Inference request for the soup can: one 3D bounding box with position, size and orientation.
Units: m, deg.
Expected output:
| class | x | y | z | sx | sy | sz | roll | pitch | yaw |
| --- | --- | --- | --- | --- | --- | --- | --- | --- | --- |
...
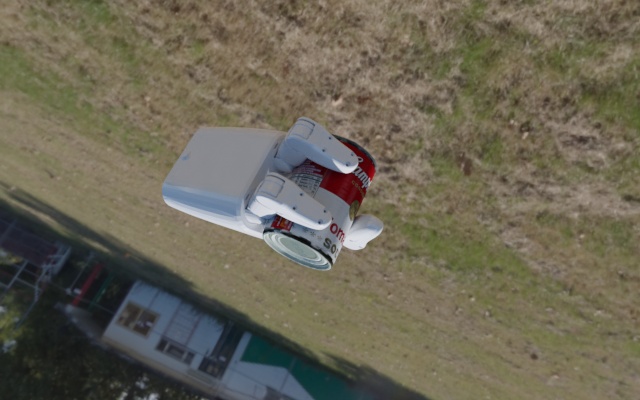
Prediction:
| class | x | y | z | sx | sy | sz | roll | pitch | yaw |
| --- | --- | --- | --- | --- | --- | --- | --- | --- | --- |
| soup can | 0.000 | 0.002 | 0.422 | 0.068 | 0.102 | 0.068 | 22 | -22 | 10 |
